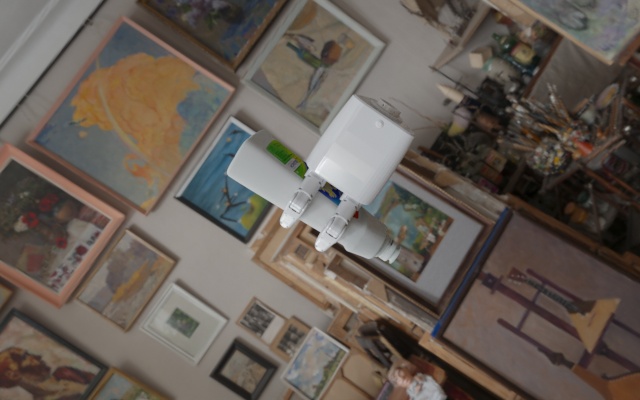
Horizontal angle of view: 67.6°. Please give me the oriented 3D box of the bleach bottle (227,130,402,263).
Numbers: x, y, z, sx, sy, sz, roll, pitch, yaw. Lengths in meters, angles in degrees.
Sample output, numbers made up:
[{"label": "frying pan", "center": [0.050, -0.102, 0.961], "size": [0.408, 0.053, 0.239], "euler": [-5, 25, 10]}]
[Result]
[{"label": "bleach bottle", "center": [0.000, 0.002, 0.655], "size": [0.251, 0.068, 0.102], "euler": [34, 19, -2]}]
